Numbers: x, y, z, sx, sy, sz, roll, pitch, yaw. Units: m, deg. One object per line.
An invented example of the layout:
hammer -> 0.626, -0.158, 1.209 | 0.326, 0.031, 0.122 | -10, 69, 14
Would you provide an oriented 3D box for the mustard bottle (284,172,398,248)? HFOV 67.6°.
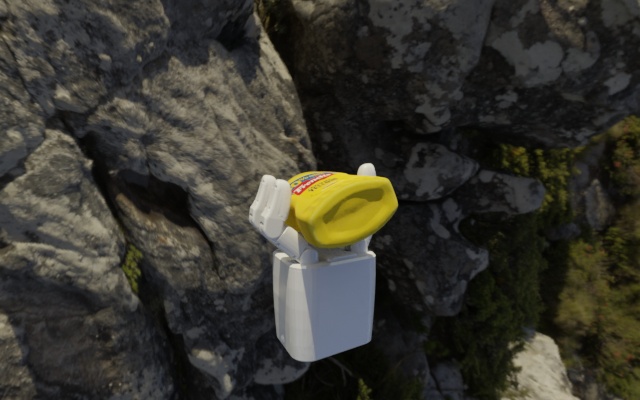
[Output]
mustard bottle -> 0.000, 0.001, 0.535 | 0.096, 0.058, 0.191 | -28, 15, -16
